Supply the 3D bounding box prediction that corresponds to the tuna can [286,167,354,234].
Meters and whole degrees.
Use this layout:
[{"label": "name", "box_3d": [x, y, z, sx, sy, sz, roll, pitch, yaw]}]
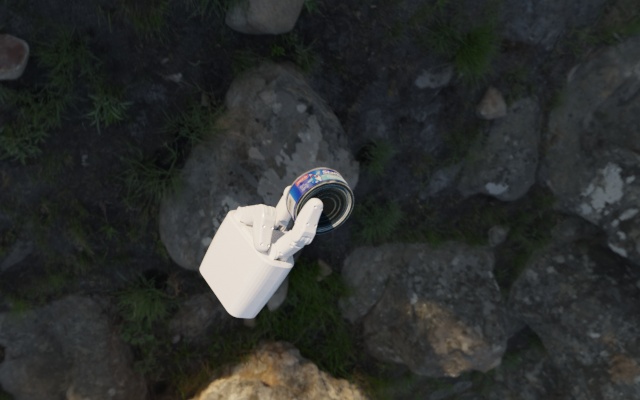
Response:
[{"label": "tuna can", "box_3d": [0.000, 0.002, 0.623, 0.086, 0.086, 0.033, 0, 33, -28]}]
